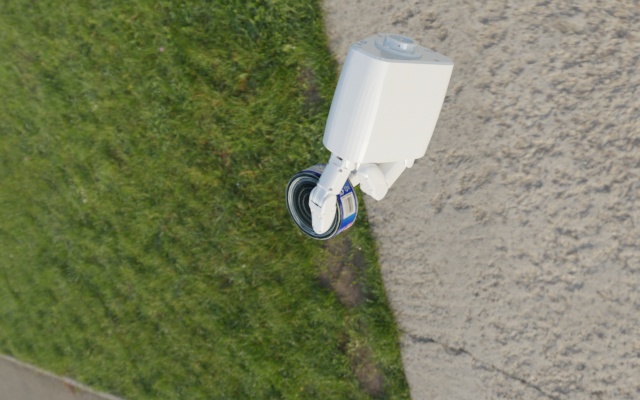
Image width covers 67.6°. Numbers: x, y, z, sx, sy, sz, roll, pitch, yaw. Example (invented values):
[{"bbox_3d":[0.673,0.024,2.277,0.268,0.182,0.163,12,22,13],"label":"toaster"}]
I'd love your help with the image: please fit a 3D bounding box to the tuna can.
[{"bbox_3d":[0.000,0.002,0.559,0.086,0.086,0.033,0,20,43],"label":"tuna can"}]
